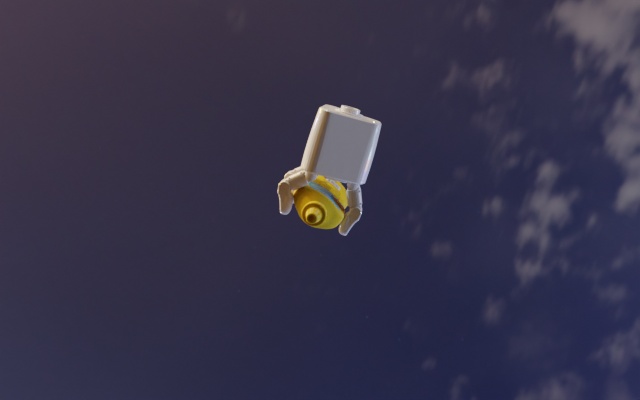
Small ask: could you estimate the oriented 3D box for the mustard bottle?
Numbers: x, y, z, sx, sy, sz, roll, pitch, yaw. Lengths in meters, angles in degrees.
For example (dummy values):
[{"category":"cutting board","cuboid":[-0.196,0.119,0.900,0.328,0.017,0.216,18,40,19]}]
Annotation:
[{"category":"mustard bottle","cuboid":[0.000,0.003,0.840,0.096,0.058,0.191,40,17,-4]}]
